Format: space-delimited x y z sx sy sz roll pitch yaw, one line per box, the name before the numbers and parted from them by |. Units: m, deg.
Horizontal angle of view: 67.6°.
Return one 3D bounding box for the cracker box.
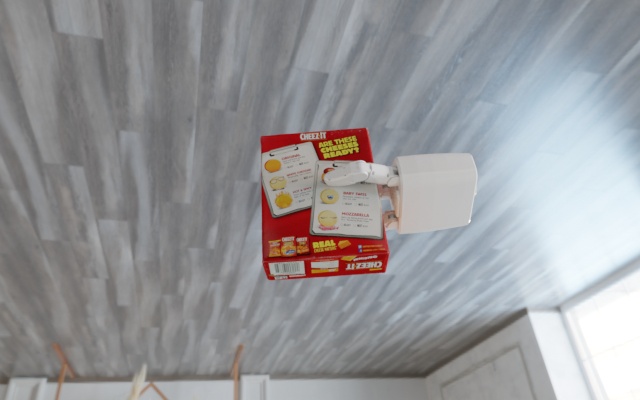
cracker box | 0.000 0.002 0.681 0.164 0.213 0.072 -4 -34 -2
